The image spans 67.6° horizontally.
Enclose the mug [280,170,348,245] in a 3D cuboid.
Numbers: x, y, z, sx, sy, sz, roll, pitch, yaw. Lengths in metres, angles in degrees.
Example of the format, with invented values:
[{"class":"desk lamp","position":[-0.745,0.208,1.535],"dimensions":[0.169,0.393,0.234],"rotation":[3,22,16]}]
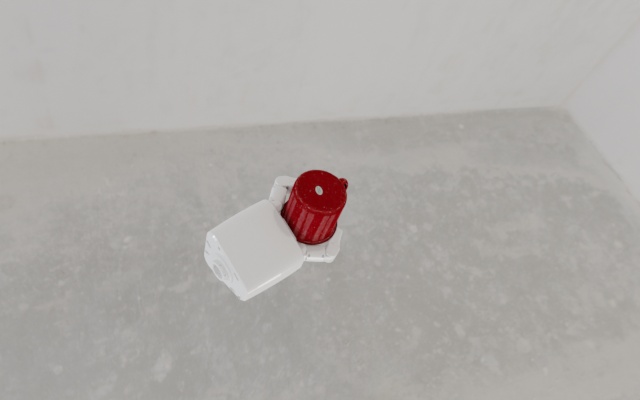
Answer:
[{"class":"mug","position":[0.001,0.002,0.729],"dimensions":[0.117,0.093,0.081],"rotation":[-31,-20,-32]}]
